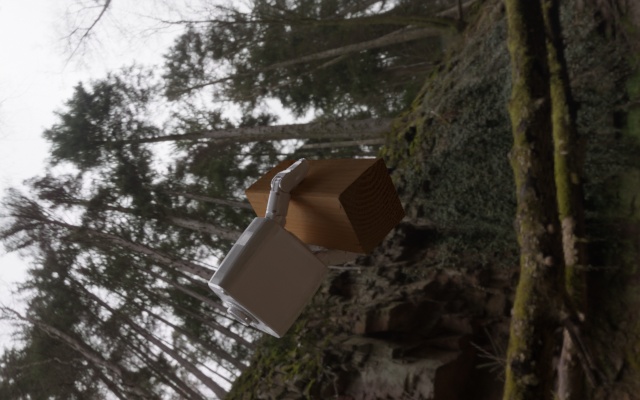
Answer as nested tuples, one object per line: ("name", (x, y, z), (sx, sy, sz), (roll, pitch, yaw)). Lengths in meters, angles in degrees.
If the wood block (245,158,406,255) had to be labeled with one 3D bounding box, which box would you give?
("wood block", (0.000, 0.002, 0.658), (0.206, 0.091, 0.090), (4, 38, 49))
